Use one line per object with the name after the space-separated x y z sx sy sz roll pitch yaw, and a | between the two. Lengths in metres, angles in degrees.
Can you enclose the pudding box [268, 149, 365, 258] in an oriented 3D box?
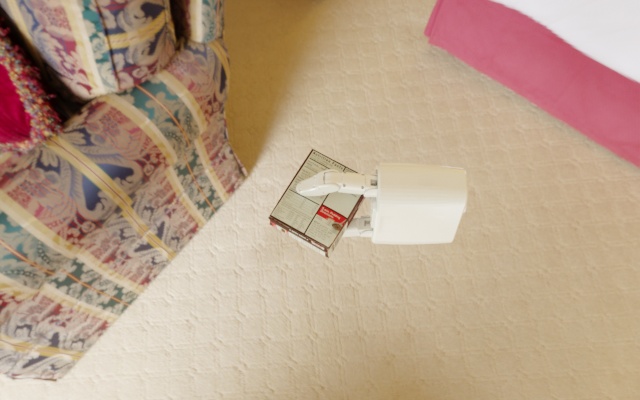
0.000 0.002 0.611 0.090 0.113 0.039 28 -20 11 | pudding box
